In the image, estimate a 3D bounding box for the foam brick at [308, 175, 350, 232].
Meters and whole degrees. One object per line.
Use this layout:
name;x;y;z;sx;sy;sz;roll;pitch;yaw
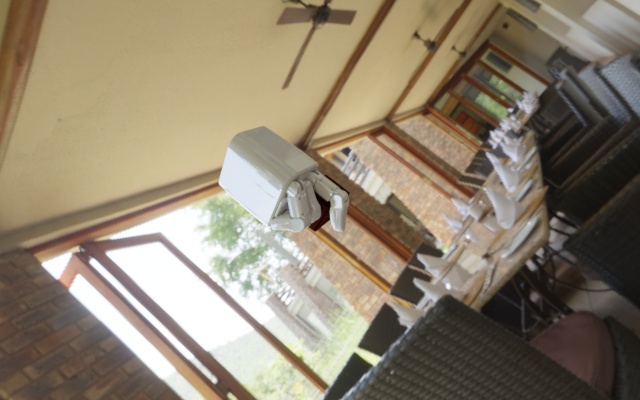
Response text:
foam brick;0.000;0.002;0.736;0.051;0.053;0.078;38;29;11
